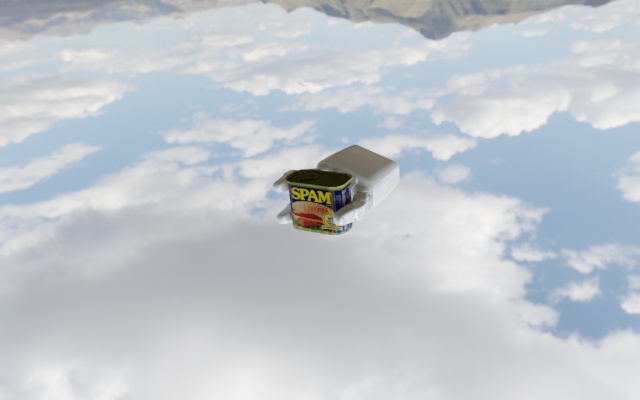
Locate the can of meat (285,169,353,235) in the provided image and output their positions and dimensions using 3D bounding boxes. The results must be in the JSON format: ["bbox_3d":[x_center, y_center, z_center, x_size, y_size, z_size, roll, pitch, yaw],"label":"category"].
[{"bbox_3d":[0.000,0.003,0.743,0.102,0.084,0.057,9,28,28],"label":"can of meat"}]
